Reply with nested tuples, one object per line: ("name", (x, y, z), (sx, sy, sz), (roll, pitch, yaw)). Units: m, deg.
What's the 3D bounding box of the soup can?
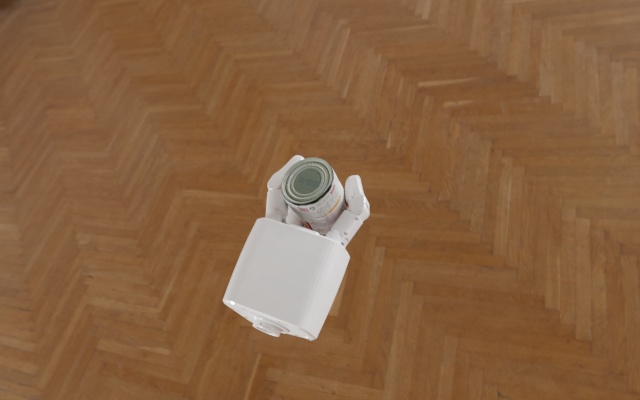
("soup can", (0.000, 0.001, 0.595), (0.068, 0.068, 0.102), (0, -31, 23))
